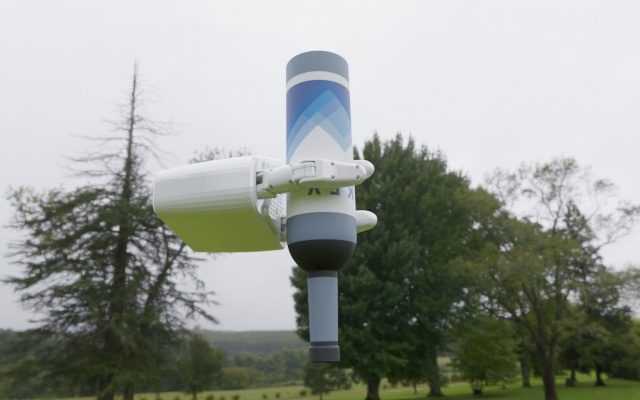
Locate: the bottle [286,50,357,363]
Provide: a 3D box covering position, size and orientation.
[{"bbox_3d":[0.000,0.001,0.462,0.069,0.295,0.069,-1,-16,0],"label":"bottle"}]
